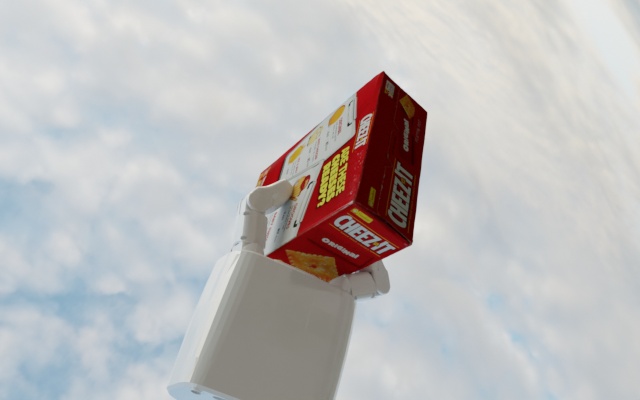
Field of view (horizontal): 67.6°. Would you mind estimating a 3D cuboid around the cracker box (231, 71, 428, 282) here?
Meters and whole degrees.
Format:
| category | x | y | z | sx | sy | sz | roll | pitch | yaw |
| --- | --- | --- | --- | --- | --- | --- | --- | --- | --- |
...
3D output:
| category | x | y | z | sx | sy | sz | roll | pitch | yaw |
| --- | --- | --- | --- | --- | --- | --- | --- | --- | --- |
| cracker box | 0.000 | 0.001 | 0.465 | 0.072 | 0.164 | 0.214 | 35 | -43 | -22 |
